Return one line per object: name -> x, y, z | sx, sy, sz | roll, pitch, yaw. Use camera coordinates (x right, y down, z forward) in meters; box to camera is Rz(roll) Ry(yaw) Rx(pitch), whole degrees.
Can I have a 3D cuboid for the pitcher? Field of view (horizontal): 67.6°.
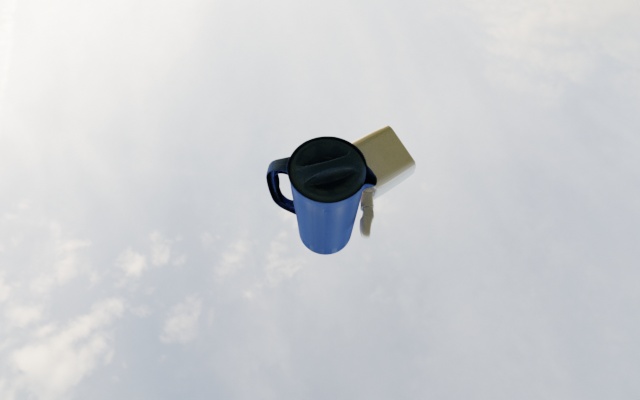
pitcher -> 0.000, 0.003, 0.880 | 0.145, 0.149, 0.243 | -33, -25, -19
